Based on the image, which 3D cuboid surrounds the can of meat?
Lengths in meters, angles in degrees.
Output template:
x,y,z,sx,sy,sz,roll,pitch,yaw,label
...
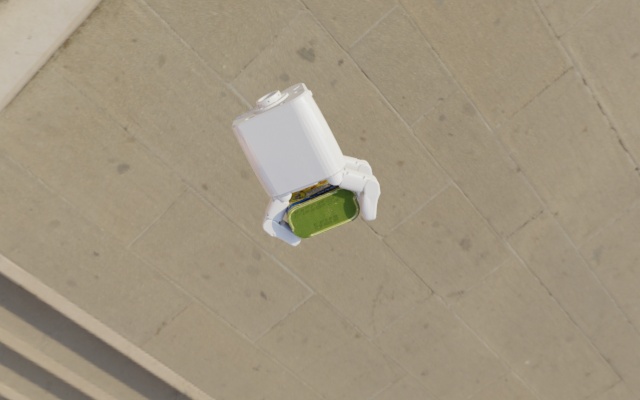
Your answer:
x,y,z,sx,sy,sz,roll,pitch,yaw,label
0.000,0.002,0.662,0.102,0.057,0.084,-23,23,3,can of meat
